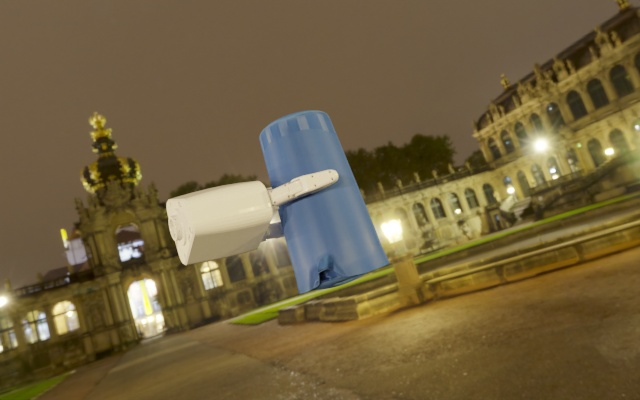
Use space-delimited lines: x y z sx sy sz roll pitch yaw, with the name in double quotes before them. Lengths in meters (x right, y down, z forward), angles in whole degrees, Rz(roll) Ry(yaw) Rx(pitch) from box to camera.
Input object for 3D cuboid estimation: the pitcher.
"pitcher" 0.000 0.002 0.691 0.145 0.243 0.149 -14 -9 -29
